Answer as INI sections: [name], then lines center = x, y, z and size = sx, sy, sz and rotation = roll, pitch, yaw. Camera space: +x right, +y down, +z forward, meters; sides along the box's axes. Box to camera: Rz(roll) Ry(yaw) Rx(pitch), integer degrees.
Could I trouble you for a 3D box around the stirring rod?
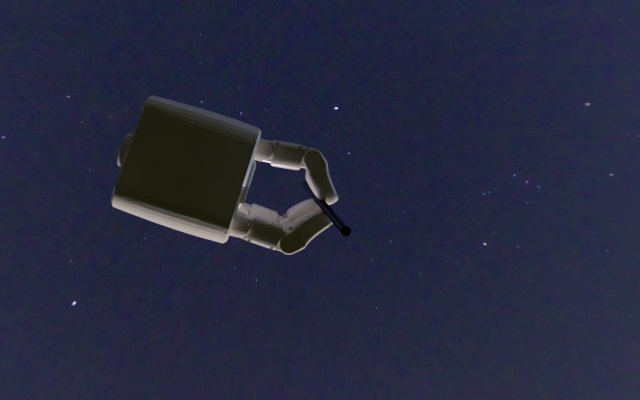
[stirring rod]
center = 0.000, 0.002, 0.479
size = 0.011, 0.011, 0.239
rotation = 0, 10, -9
